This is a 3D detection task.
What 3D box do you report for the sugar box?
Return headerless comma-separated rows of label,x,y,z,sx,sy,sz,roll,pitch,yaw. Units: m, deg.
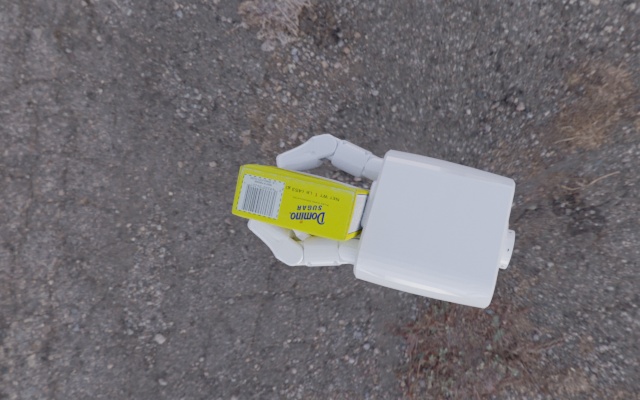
sugar box,0.000,0.002,0.433,0.093,0.048,0.176,14,1,15
